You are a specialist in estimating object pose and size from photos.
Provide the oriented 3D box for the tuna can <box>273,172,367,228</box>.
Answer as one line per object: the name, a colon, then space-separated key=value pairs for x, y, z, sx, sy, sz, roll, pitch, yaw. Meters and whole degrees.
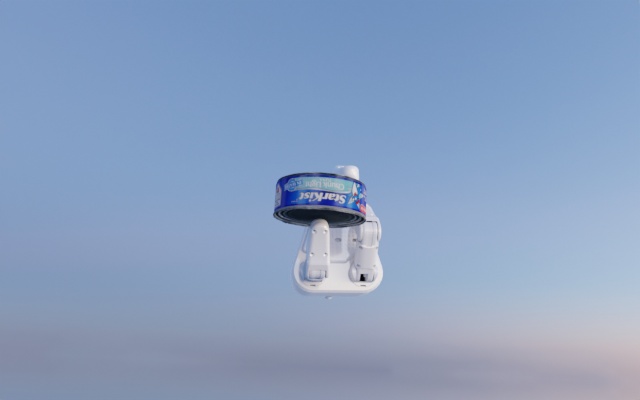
tuna can: x=0.000 y=0.001 z=0.443 sx=0.086 sy=0.033 sz=0.086 roll=3 pitch=-14 yaw=1
